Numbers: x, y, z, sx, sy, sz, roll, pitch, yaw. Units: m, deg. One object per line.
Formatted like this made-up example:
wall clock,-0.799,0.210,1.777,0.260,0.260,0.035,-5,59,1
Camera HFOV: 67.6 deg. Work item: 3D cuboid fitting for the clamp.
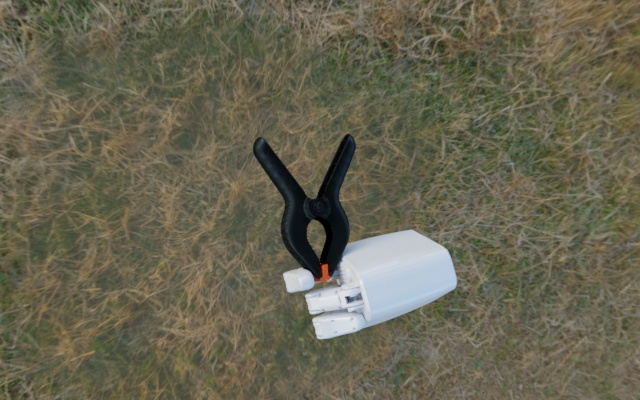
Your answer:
clamp,0.000,0.002,0.538,0.120,0.171,0.039,-14,0,-15
